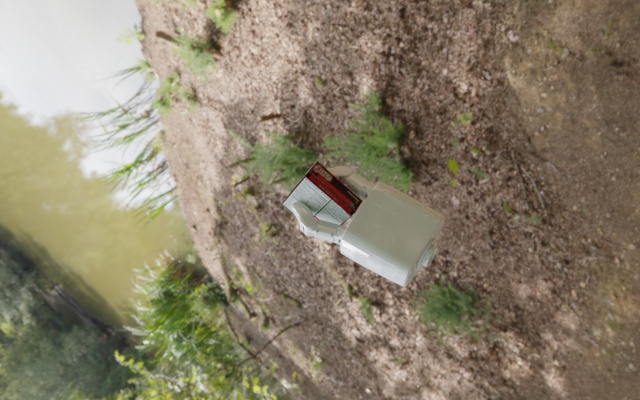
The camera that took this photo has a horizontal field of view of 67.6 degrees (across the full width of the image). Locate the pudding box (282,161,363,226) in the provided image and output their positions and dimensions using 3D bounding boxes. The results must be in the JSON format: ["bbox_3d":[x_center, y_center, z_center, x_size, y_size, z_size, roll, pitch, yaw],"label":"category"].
[{"bbox_3d":[0.000,0.003,0.718,0.039,0.090,0.113,-49,3,-33],"label":"pudding box"}]
